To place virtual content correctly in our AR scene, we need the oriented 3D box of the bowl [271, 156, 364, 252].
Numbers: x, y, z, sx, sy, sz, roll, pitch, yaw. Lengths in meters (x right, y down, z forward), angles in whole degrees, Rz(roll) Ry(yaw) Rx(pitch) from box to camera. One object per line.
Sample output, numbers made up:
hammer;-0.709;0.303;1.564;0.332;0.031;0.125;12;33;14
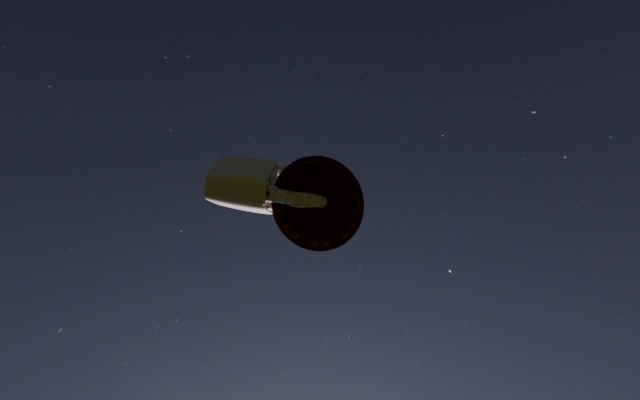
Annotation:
bowl;0.001;0.003;0.818;0.162;0.162;0.055;0;8;16
